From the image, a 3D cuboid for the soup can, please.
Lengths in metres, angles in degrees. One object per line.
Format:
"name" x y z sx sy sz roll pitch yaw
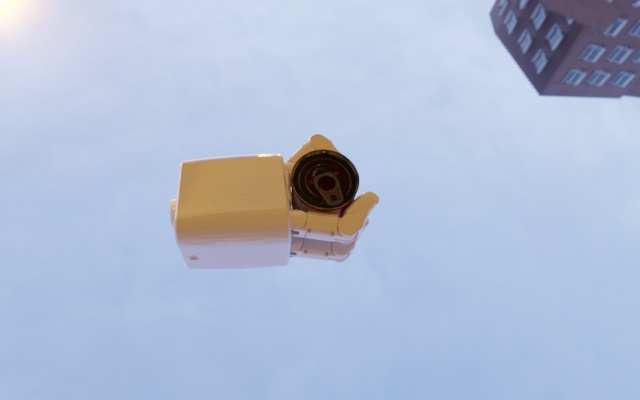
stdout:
"soup can" 0.001 0.002 0.512 0.068 0.068 0.102 0 -28 -6
